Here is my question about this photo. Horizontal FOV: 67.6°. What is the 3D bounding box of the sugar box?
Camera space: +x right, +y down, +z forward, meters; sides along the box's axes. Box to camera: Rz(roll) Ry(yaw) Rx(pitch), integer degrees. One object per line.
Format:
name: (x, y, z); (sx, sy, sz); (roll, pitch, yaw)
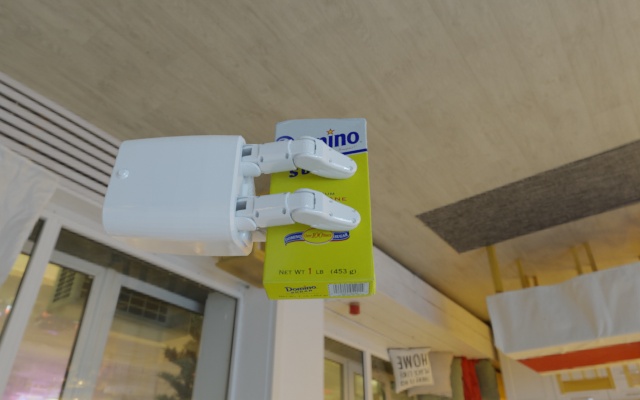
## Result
sugar box: (0.000, 0.001, 0.441); (0.093, 0.176, 0.048); (-2, -31, 2)
